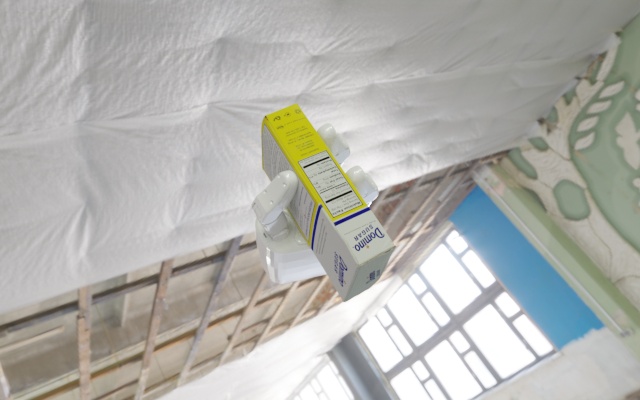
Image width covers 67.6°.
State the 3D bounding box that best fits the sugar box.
[{"bbox_3d":[0.000,0.001,0.461,0.048,0.176,0.093,-26,-24,-20],"label":"sugar box"}]
